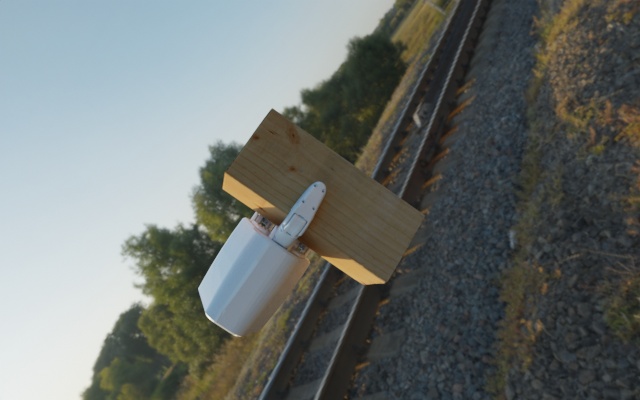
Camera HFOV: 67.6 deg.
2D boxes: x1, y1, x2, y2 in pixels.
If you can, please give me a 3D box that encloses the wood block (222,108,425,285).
[{"bbox_3d":[0.000,0.002,0.548,0.206,0.090,0.091,35,-16,-5],"label":"wood block"}]
